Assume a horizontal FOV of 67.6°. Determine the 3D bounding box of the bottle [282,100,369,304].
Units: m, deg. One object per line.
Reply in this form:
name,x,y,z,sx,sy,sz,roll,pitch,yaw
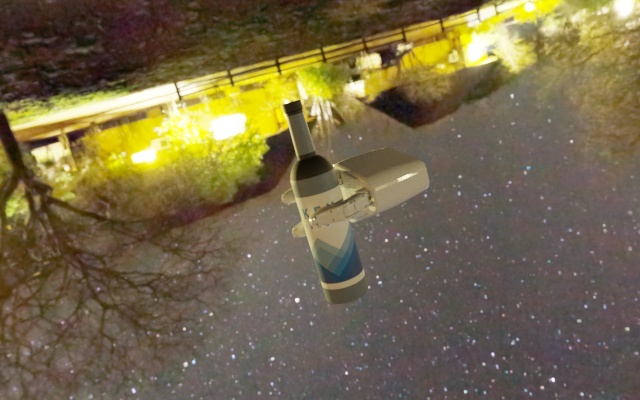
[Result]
bottle,0.000,0.003,0.689,0.069,0.296,0.069,-16,12,4
